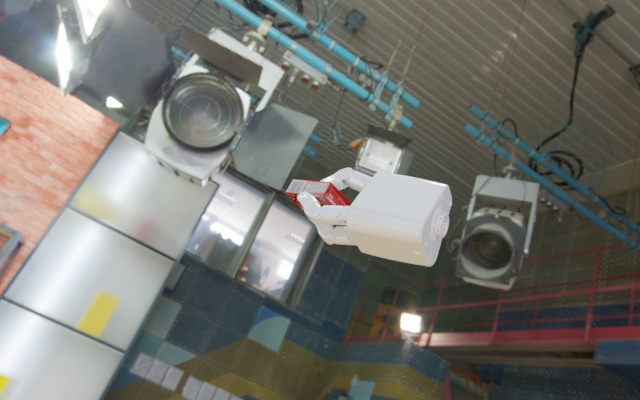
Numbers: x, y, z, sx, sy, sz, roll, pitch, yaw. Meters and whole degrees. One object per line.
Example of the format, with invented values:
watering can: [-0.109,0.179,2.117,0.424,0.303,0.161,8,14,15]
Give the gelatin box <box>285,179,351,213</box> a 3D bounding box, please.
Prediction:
gelatin box: [0.000,0.002,0.736,0.089,0.030,0.073,7,-31,45]
